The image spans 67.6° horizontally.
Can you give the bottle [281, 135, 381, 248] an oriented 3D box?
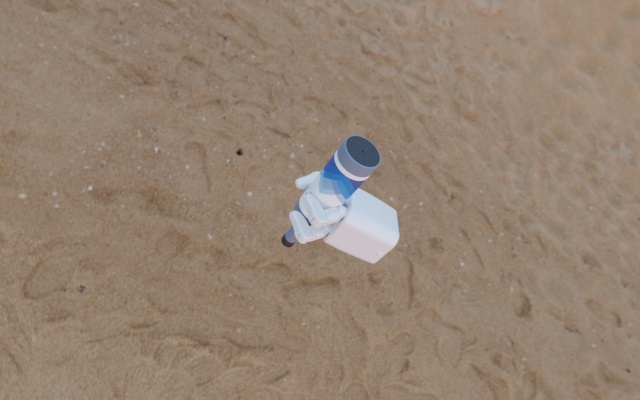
[{"bbox_3d":[0.000,0.003,0.851,0.069,0.069,0.296,0,-33,-32],"label":"bottle"}]
